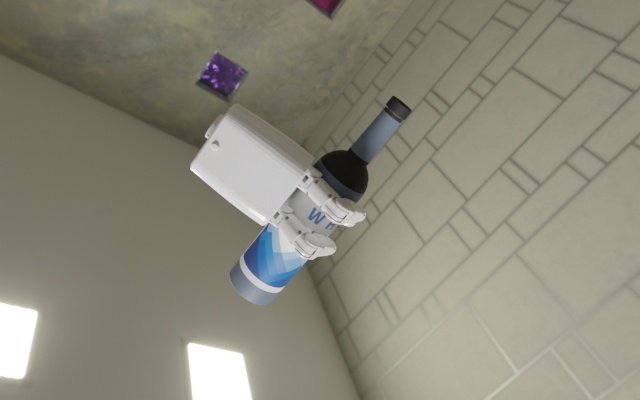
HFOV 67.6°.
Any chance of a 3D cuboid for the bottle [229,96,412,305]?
[{"bbox_3d":[0.000,0.002,0.564,0.069,0.296,0.069,35,20,-14],"label":"bottle"}]
